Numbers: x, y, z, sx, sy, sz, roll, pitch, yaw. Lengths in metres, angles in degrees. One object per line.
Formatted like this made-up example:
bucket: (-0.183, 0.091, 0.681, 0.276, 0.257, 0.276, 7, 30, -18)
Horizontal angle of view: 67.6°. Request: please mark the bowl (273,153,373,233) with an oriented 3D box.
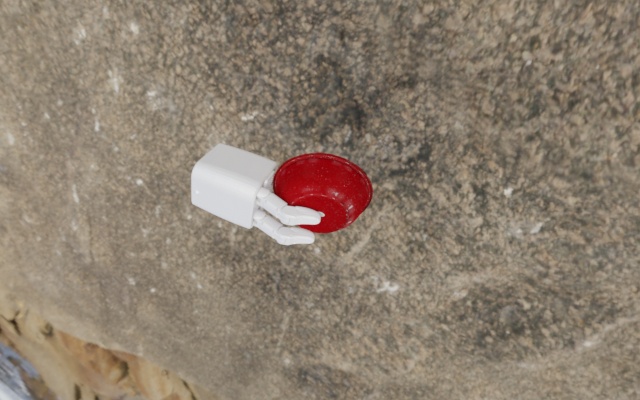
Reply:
bowl: (0.001, 0.003, 0.747, 0.162, 0.055, 0.162, 5, -42, 4)
